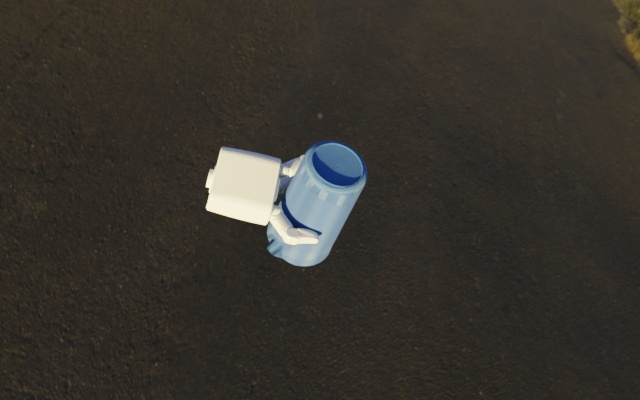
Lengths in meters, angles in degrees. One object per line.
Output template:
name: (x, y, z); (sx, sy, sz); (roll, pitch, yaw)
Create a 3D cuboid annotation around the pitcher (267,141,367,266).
pitcher: (0.000, 0.003, 0.857); (0.145, 0.149, 0.243); (14, -37, -11)
